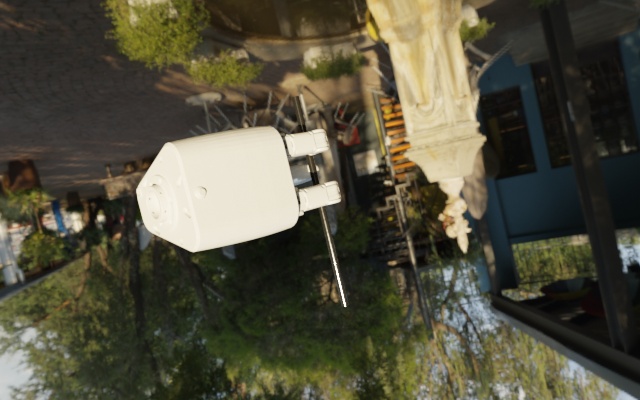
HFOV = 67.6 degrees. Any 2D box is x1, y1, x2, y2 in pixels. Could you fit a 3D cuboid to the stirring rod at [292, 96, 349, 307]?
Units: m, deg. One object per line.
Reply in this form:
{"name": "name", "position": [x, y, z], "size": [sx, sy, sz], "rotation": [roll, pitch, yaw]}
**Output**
{"name": "stirring rod", "position": [0.000, 0.002, 0.535], "size": [0.011, 0.239, 0.011], "rotation": [-13, 2, 1]}
